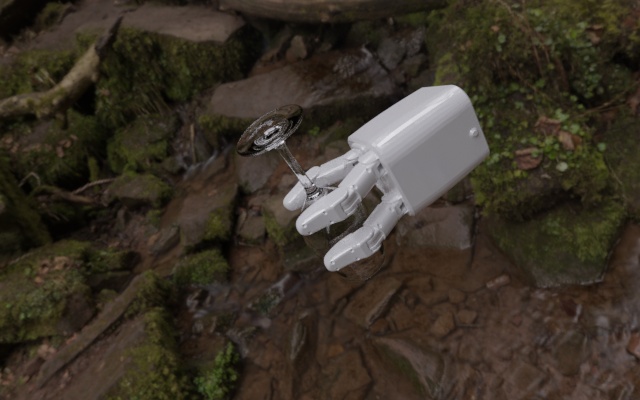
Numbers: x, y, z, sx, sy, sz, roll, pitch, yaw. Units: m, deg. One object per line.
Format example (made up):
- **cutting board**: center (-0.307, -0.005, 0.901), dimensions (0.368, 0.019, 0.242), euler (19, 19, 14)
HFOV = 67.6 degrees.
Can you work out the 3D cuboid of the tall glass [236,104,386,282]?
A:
- **tall glass**: center (0.000, 0.001, 0.501), dimensions (0.079, 0.079, 0.201), euler (0, -44, 42)
